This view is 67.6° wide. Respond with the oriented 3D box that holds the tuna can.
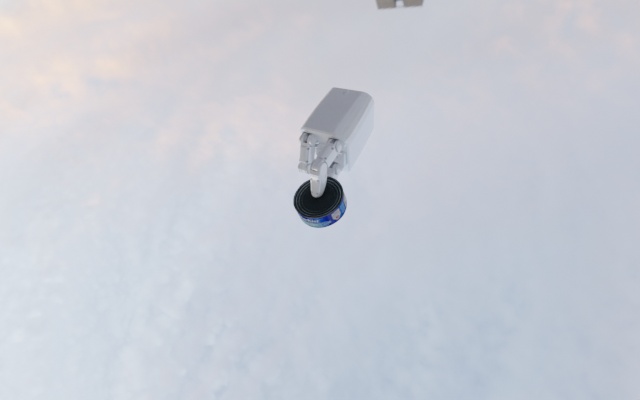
[{"bbox_3d":[0.000,0.003,0.793,0.086,0.086,0.034,0,-36,19],"label":"tuna can"}]
